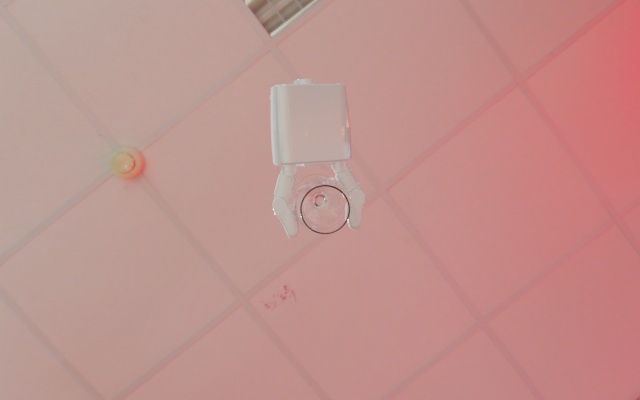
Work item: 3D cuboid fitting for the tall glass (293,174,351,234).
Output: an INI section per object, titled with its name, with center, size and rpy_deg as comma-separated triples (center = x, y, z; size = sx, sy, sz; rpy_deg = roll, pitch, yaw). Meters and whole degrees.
[tall glass]
center = 0.000, 0.002, 0.685
size = 0.079, 0.079, 0.201
rpy_deg = 0, 6, -3
